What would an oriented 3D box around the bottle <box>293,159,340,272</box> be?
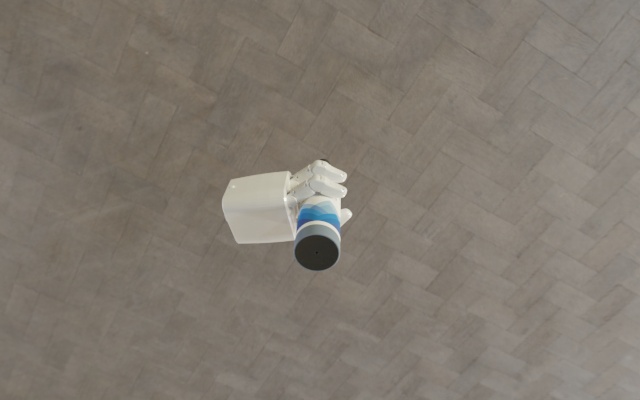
[{"bbox_3d":[0.000,0.003,0.801,0.069,0.069,0.295,0,29,2],"label":"bottle"}]
